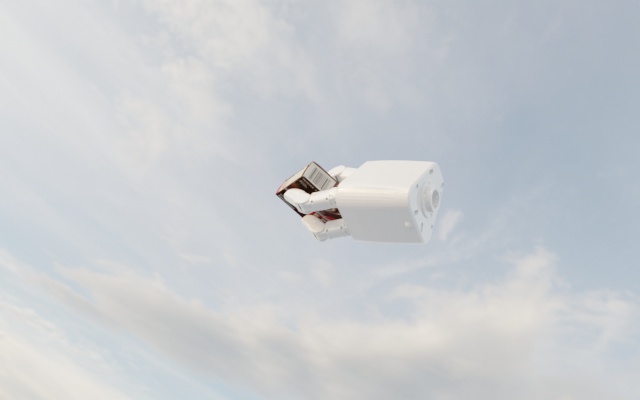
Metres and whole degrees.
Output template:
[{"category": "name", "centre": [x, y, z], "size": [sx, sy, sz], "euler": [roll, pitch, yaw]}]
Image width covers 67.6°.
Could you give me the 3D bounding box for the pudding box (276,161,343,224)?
[{"category": "pudding box", "centre": [0.000, 0.002, 0.717], "size": [0.113, 0.039, 0.090], "euler": [44, -35, -12]}]
